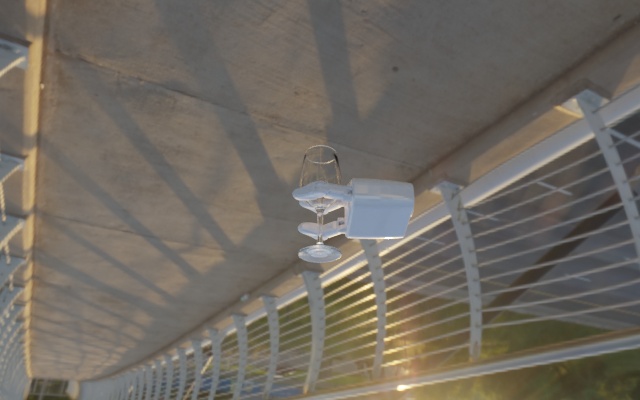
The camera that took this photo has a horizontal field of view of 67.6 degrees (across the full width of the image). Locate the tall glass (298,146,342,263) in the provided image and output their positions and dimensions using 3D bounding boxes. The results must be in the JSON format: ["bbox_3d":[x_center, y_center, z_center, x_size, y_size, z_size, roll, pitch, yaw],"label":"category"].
[{"bbox_3d":[0.000,0.003,0.845,0.079,0.201,0.079,0,-27,0],"label":"tall glass"}]
